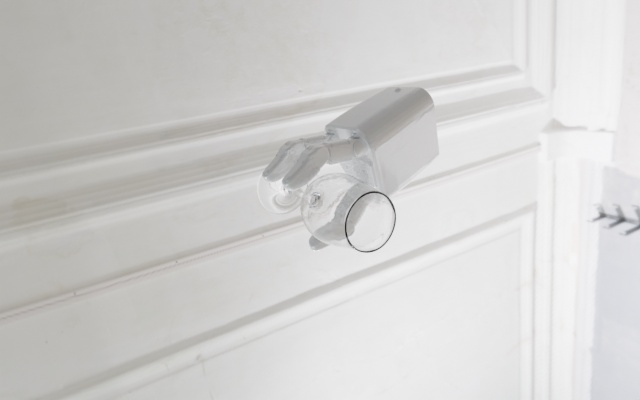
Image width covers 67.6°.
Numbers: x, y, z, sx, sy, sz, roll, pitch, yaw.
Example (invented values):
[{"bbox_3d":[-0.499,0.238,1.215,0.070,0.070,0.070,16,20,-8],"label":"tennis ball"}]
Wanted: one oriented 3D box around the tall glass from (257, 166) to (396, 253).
[{"bbox_3d":[0.000,0.002,0.547,0.079,0.079,0.201,0,12,-30],"label":"tall glass"}]
